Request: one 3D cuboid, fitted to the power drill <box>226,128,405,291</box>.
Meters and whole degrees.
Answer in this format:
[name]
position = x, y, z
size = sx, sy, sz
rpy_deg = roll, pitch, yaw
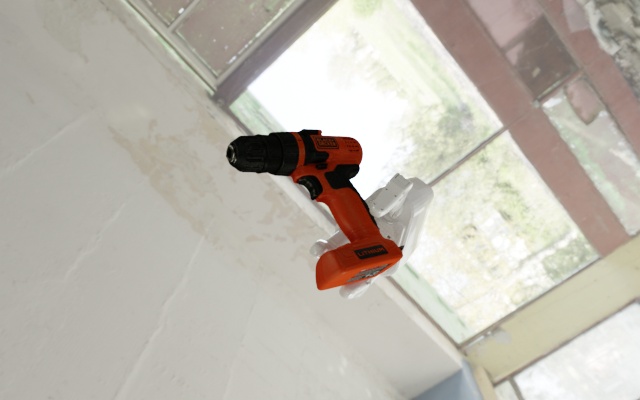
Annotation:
[power drill]
position = 0.000, 0.002, 0.536
size = 0.184, 0.187, 0.057
rpy_deg = -6, -27, -37
